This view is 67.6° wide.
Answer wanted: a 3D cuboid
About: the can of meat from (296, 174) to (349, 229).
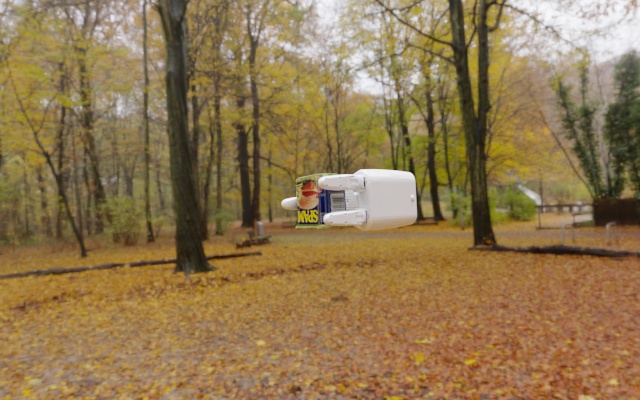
[{"bbox_3d":[0.000,0.002,0.768,0.057,0.084,0.102,-2,-1,-29],"label":"can of meat"}]
